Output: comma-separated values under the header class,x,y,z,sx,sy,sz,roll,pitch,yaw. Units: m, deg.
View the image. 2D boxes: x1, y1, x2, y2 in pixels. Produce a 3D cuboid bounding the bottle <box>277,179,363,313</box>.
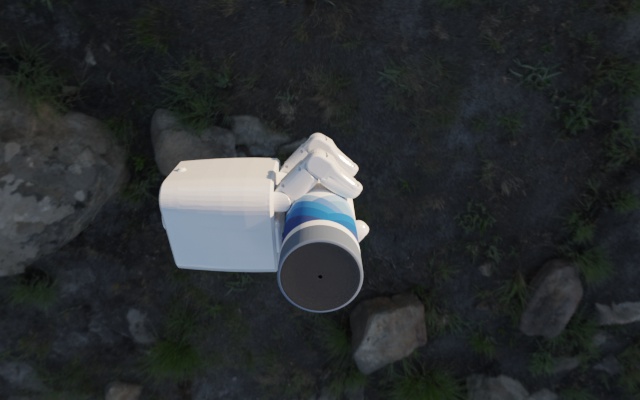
class,x,y,z,sx,sy,sz,roll,pitch,yaw
bottle,0.000,0.002,0.501,0.069,0.069,0.295,0,23,0
